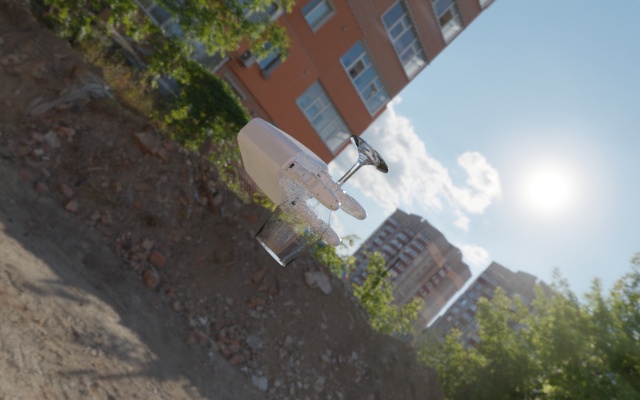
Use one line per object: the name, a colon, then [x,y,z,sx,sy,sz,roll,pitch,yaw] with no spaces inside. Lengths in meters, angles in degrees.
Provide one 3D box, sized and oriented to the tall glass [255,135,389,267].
tall glass: [0.001,0.002,0.675,0.201,0.079,0.079,-45,6,-6]
